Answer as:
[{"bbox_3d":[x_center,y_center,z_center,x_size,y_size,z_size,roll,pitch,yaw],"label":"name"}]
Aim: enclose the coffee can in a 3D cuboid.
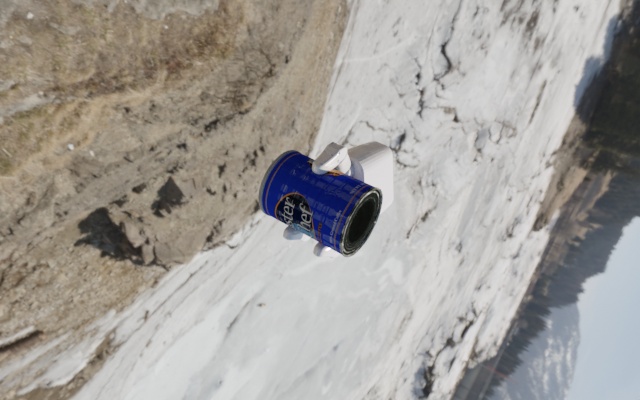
[{"bbox_3d":[0.000,0.002,0.662,0.140,0.103,0.103,26,12,25],"label":"coffee can"}]
